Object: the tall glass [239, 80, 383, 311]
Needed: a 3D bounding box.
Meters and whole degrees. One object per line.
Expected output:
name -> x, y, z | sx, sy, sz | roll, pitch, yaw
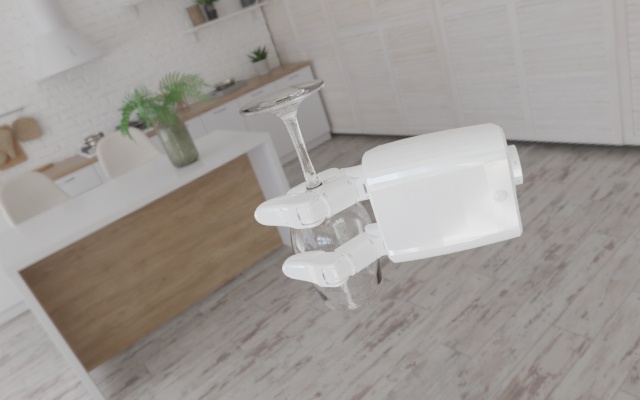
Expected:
tall glass -> 0.000, 0.001, 0.426 | 0.079, 0.201, 0.079 | -17, 23, 7
